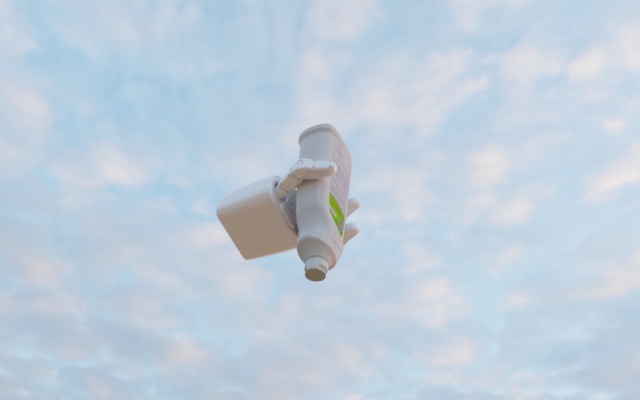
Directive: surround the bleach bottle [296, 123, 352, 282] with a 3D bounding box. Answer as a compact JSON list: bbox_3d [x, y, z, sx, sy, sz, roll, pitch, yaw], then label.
[{"bbox_3d":[0.000,0.002,0.694,0.068,0.250,0.103,-18,-50,23],"label":"bleach bottle"}]
